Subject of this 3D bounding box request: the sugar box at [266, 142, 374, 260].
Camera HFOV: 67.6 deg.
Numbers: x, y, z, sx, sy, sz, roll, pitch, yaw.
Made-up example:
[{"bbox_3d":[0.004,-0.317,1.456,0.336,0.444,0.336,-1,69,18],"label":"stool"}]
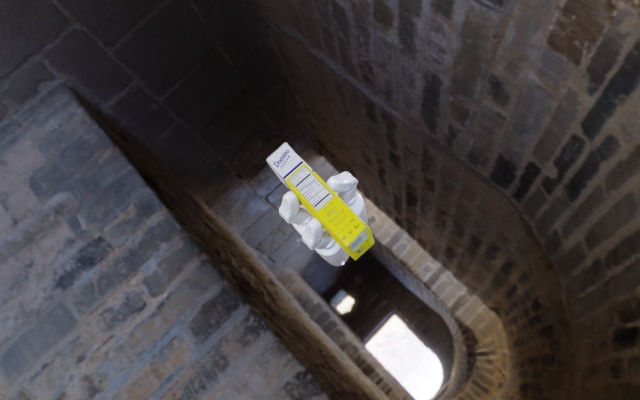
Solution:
[{"bbox_3d":[0.000,0.003,0.688,0.176,0.048,0.093,44,-6,22],"label":"sugar box"}]
